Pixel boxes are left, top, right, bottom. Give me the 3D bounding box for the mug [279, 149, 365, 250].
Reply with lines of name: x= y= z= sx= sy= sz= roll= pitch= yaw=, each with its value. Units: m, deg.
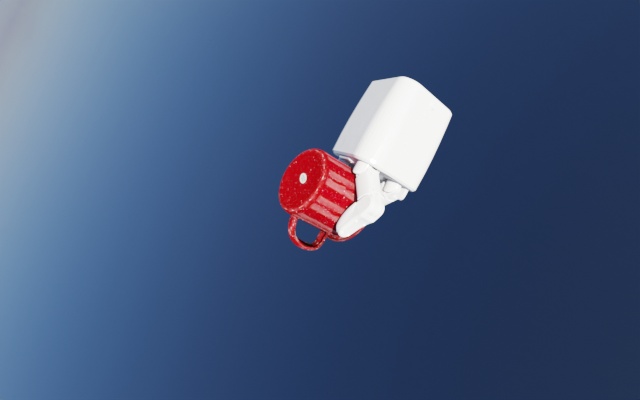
mug: x=-0.001 y=0.003 z=0.562 sx=0.081 sy=0.117 sz=0.093 roll=28 pitch=-2 yaw=-37
